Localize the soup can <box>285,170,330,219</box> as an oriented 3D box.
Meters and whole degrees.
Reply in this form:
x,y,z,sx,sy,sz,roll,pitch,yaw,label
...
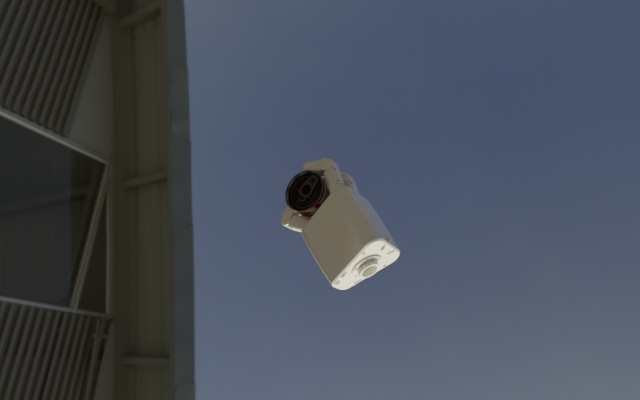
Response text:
x,y,z,sx,sy,sz,roll,pitch,yaw,label
0.000,0.002,0.766,0.068,0.068,0.102,0,-20,33,soup can
